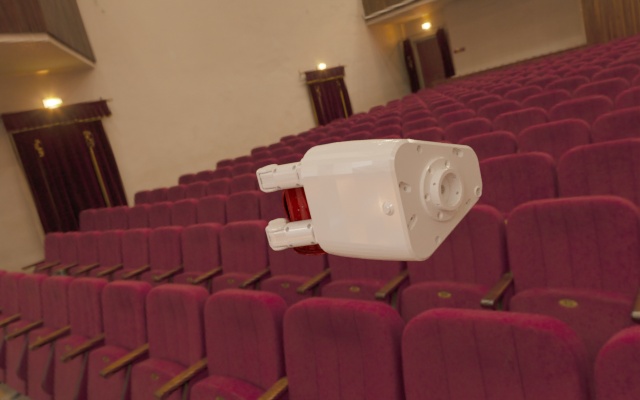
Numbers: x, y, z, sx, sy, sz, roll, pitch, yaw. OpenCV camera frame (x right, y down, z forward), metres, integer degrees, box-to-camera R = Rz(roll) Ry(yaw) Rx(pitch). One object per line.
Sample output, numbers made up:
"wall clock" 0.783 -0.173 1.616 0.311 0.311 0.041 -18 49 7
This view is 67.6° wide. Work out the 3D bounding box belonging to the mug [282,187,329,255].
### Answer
"mug" -0.001 0.001 0.500 0.093 0.081 0.117 -21 14 -37
